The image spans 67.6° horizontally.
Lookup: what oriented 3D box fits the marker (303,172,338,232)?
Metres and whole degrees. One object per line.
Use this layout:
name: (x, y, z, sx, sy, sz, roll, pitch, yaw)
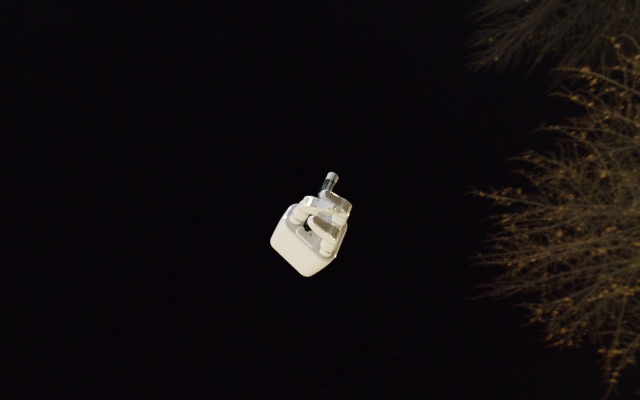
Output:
marker: (0.000, 0.003, 0.804, 0.020, 0.121, 0.020, 18, -33, 12)
